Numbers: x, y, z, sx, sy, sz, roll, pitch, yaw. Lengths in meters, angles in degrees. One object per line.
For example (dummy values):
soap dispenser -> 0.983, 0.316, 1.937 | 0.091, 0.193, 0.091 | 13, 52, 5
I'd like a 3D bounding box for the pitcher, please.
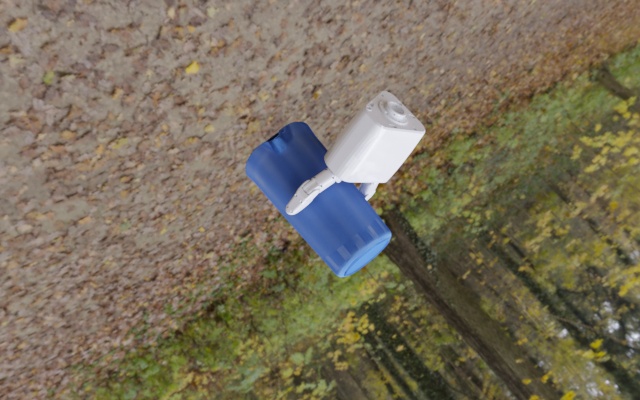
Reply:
pitcher -> 0.000, 0.002, 0.779 | 0.149, 0.242, 0.145 | -19, -27, -49
